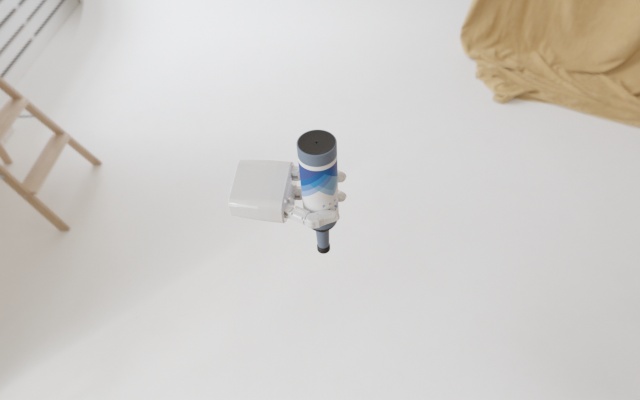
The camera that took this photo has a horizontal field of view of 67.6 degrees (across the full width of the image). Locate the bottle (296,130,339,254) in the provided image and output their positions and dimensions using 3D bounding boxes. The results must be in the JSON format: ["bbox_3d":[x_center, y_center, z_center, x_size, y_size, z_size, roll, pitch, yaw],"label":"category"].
[{"bbox_3d":[0.000,0.003,0.890,0.069,0.069,0.296,0,-42,3],"label":"bottle"}]
